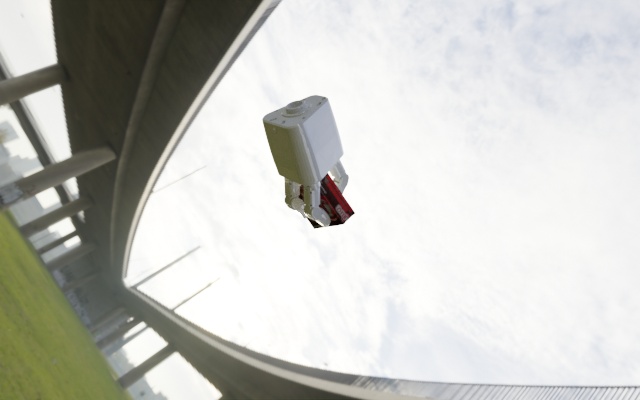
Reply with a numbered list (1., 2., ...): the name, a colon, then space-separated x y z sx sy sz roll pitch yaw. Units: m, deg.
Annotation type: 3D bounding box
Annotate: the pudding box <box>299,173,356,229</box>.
1. pudding box: 0.000 0.003 0.849 0.039 0.090 0.113 -39 11 -25
